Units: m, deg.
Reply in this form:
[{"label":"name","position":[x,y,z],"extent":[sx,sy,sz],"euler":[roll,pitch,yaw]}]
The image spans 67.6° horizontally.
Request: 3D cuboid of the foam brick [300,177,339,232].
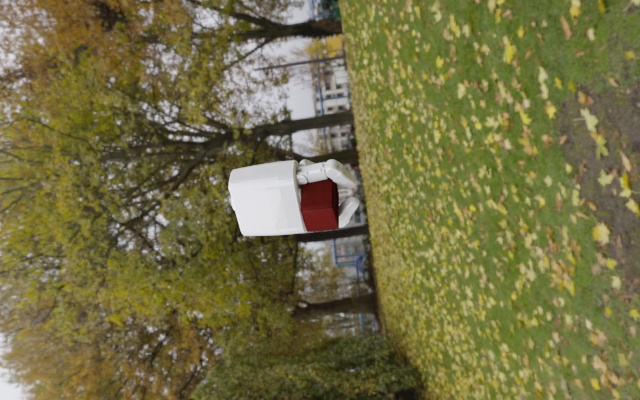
[{"label":"foam brick","position":[0.000,0.003,0.737],"extent":[0.051,0.078,0.053],"euler":[-6,-45,8]}]
